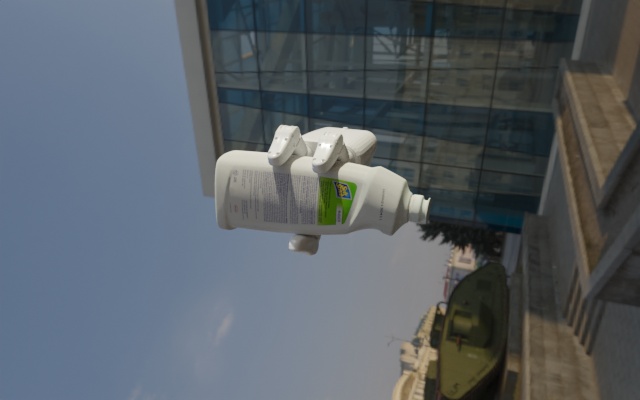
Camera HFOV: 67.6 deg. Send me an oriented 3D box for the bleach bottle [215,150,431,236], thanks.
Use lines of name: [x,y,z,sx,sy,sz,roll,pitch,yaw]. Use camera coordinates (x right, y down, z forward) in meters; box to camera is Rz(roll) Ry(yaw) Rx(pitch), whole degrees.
bleach bottle: [0.000,0.002,0.562,0.251,0.103,0.068,9,20,19]
